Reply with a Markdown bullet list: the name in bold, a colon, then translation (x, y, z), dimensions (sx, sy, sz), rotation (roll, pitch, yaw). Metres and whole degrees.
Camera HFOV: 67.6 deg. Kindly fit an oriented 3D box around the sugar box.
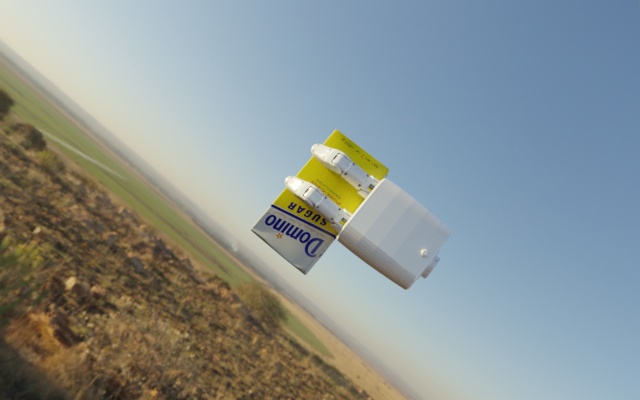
- **sugar box**: translation (0.000, 0.002, 0.633), dimensions (0.093, 0.176, 0.048), rotation (38, -9, 9)
